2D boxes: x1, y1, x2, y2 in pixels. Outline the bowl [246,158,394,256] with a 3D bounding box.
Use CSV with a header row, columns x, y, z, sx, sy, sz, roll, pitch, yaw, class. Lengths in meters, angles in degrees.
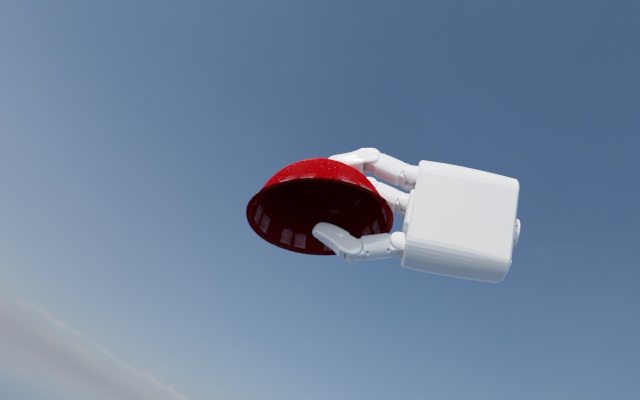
x,y,z,sx,sy,sz,roll,pitch,yaw,class
-0.001,0.001,0.537,0.162,0.055,0.162,2,-34,1,bowl
